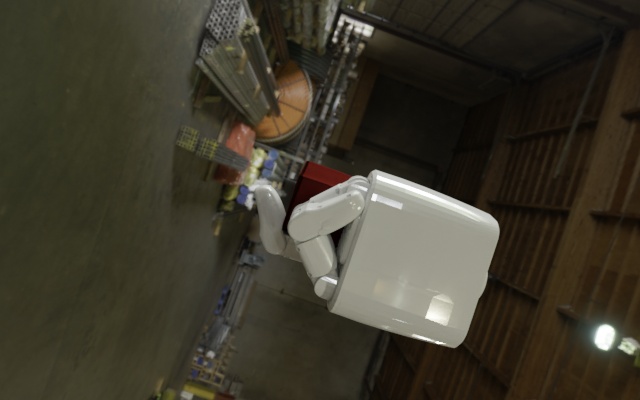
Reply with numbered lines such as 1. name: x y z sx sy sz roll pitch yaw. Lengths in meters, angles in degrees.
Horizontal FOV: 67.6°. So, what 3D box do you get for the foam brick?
1. foam brick: 0.000 0.001 0.437 0.051 0.053 0.078 18 15 -2
